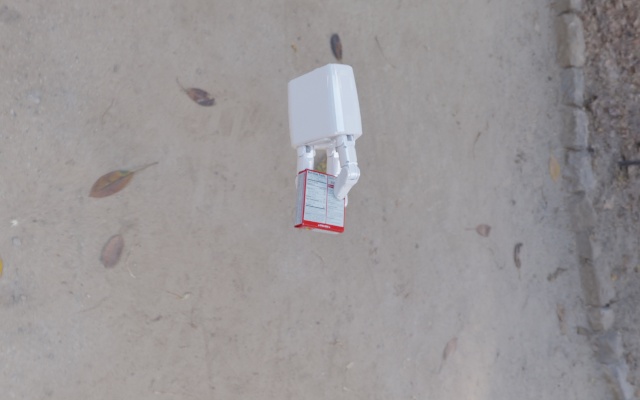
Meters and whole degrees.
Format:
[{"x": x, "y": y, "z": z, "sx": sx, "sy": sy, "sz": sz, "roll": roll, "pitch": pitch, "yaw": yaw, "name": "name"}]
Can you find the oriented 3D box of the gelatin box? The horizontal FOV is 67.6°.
[{"x": 0.000, "y": 0.003, "z": 0.724, "sx": 0.073, "sy": 0.089, "sz": 0.030, "roll": 12, "pitch": -18, "yaw": -29, "name": "gelatin box"}]
